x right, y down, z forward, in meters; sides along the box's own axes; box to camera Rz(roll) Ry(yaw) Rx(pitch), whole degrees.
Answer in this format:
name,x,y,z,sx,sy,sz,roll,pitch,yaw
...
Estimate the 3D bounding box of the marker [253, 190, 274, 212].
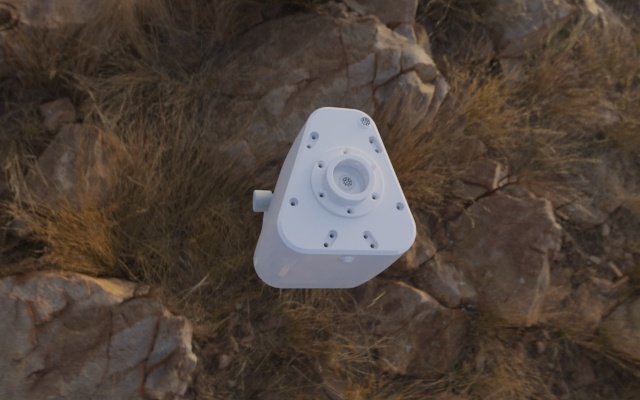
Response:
name,x,y,z,sx,sy,sz,roll,pitch,yaw
marker,0.000,0.001,0.434,0.121,0.020,0.020,1,0,-13
